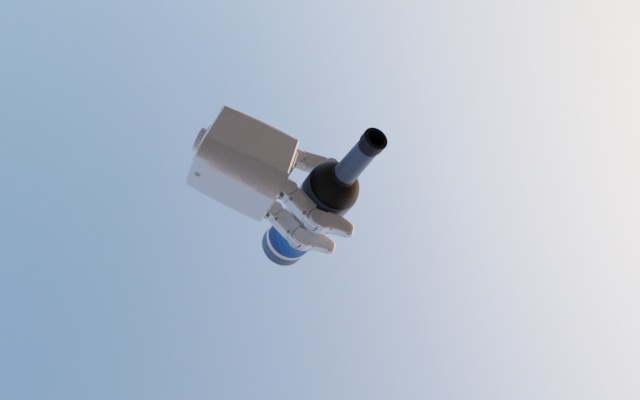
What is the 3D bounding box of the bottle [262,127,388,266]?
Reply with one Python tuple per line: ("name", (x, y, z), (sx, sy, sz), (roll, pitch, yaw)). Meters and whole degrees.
("bottle", (0.000, 0.002, 0.611), (0.069, 0.069, 0.296), (0, -27, -26))
